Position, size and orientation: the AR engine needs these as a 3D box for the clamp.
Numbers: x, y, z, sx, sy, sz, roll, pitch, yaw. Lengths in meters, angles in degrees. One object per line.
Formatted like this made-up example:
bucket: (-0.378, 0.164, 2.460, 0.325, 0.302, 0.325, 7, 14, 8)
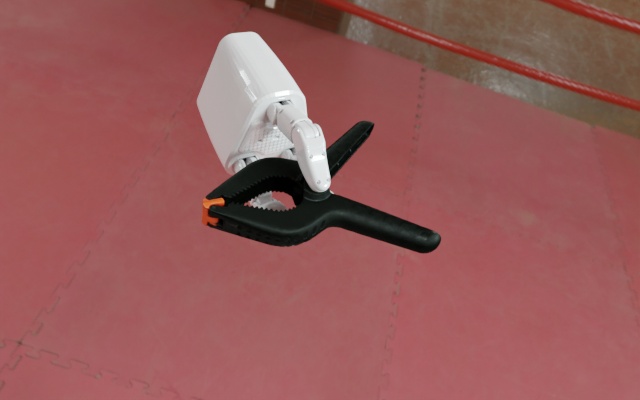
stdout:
clamp: (0.000, 0.001, 0.440, 0.210, 0.164, 0.036, -16, -33, -26)
